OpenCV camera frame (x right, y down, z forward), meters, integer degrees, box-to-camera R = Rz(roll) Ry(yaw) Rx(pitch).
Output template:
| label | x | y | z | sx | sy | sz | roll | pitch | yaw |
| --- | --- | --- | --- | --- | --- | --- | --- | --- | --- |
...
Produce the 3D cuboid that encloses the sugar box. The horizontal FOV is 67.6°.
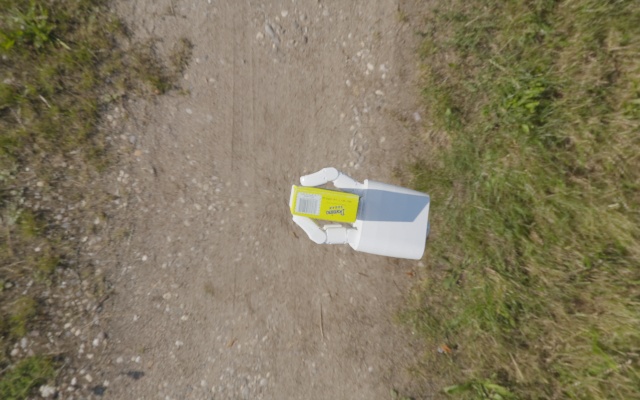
| label | x | y | z | sx | sy | sz | roll | pitch | yaw |
| --- | --- | --- | --- | --- | --- | --- | --- | --- | --- |
| sugar box | 0.000 | 0.003 | 0.745 | 0.093 | 0.048 | 0.176 | 9 | 0 | -4 |
